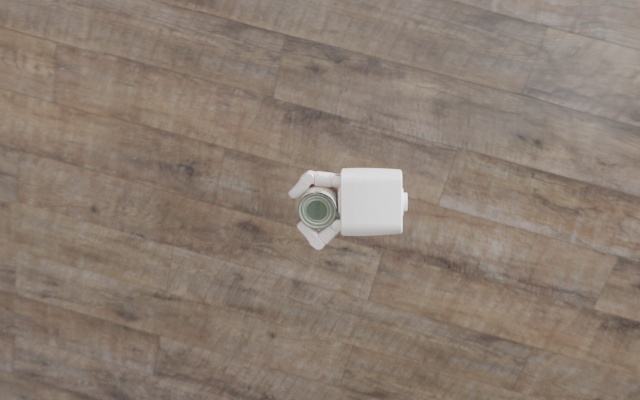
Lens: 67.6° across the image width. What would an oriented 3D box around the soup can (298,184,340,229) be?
[{"bbox_3d":[0.000,0.003,0.856,0.068,0.068,0.102,0,18,7],"label":"soup can"}]
